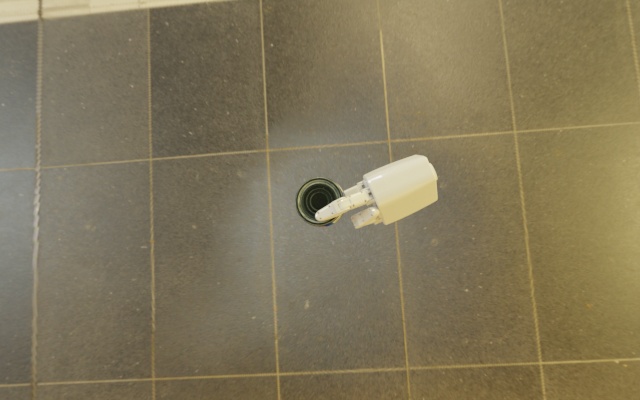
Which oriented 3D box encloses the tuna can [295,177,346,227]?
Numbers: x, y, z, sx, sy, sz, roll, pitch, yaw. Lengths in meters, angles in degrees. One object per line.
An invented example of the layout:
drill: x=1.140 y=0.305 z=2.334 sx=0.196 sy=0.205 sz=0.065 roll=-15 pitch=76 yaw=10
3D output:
tuna can: x=0.000 y=0.003 z=0.821 sx=0.086 sy=0.086 sz=0.034 roll=0 pitch=-5 yaw=10
